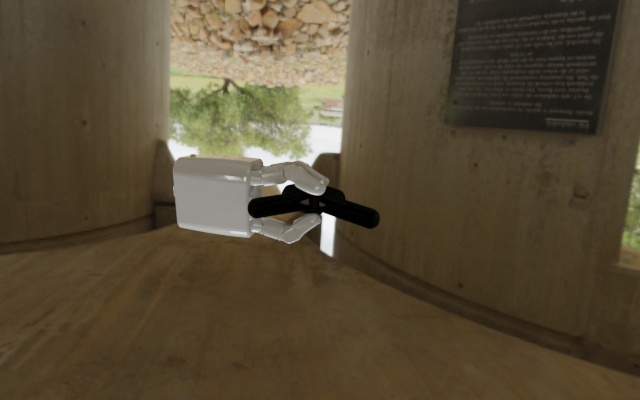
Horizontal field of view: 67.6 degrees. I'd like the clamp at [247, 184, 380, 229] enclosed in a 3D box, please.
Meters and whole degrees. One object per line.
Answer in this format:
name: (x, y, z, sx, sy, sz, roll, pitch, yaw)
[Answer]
clamp: (0.000, 0.003, 0.678, 0.164, 0.036, 0.210, 8, 10, 5)
